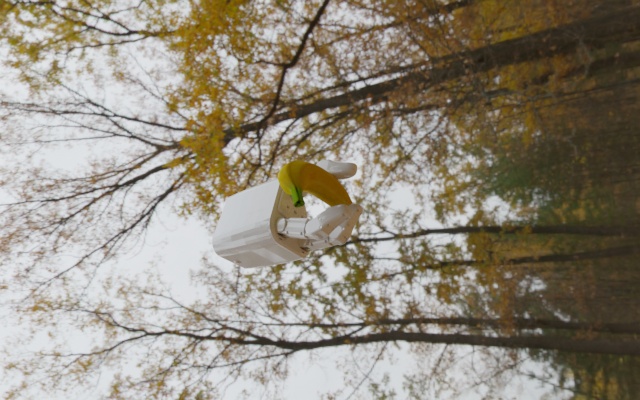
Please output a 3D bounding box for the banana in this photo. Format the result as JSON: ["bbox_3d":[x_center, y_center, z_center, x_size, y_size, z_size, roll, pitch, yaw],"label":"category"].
[{"bbox_3d":[-0.007,-0.015,0.609,0.037,0.069,0.198,-24,-12,20],"label":"banana"}]
